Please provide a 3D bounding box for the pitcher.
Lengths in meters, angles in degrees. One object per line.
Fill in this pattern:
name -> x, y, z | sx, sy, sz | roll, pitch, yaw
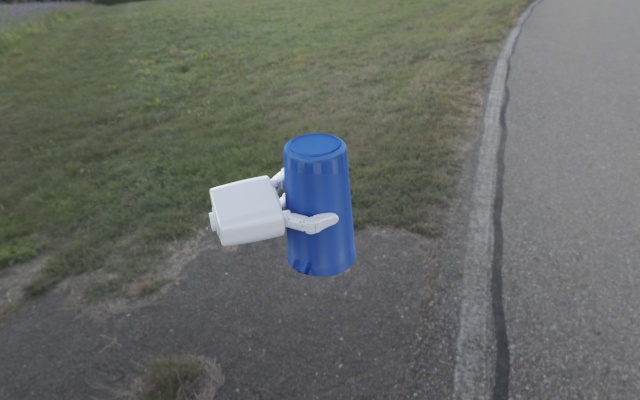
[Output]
pitcher -> 0.000, 0.003, 0.871 | 0.145, 0.243, 0.149 | -12, 32, -15
